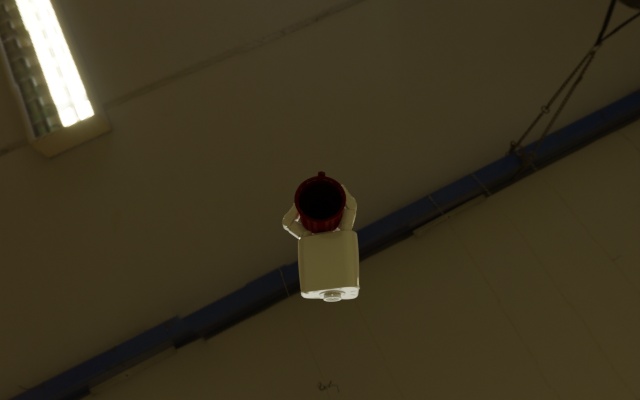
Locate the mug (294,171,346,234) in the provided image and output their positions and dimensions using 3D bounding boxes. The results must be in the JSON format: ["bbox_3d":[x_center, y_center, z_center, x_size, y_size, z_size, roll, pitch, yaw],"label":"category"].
[{"bbox_3d":[0.000,0.002,0.893,0.093,0.117,0.081,-1,-25,1],"label":"mug"}]
